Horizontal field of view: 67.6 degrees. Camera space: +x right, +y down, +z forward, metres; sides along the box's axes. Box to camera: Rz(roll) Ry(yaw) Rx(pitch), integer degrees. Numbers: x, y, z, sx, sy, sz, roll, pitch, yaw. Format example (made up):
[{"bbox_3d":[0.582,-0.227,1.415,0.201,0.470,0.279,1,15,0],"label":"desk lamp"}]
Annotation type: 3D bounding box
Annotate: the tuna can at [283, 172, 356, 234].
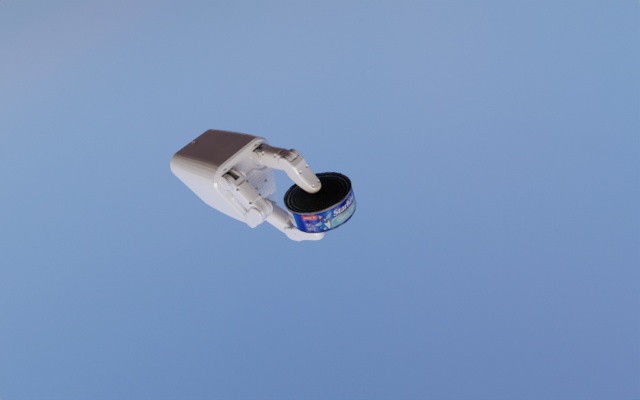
[{"bbox_3d":[0.000,0.002,0.587,0.086,0.034,0.086,-12,33,8],"label":"tuna can"}]
